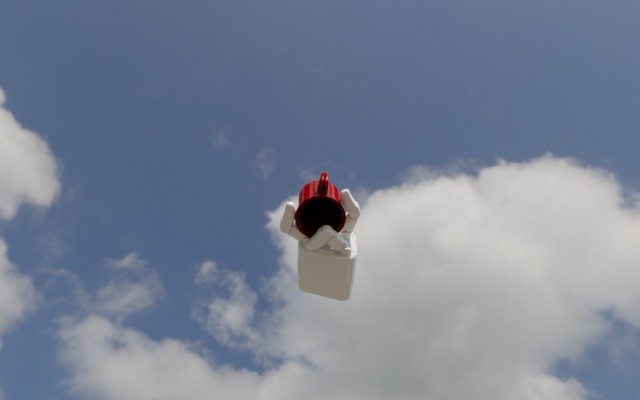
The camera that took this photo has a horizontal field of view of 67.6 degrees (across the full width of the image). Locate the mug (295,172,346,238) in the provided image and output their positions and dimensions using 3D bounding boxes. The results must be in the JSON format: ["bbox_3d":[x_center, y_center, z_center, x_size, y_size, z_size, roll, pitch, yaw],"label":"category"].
[{"bbox_3d":[0.000,0.002,0.889,0.093,0.117,0.081,4,28,-3],"label":"mug"}]
